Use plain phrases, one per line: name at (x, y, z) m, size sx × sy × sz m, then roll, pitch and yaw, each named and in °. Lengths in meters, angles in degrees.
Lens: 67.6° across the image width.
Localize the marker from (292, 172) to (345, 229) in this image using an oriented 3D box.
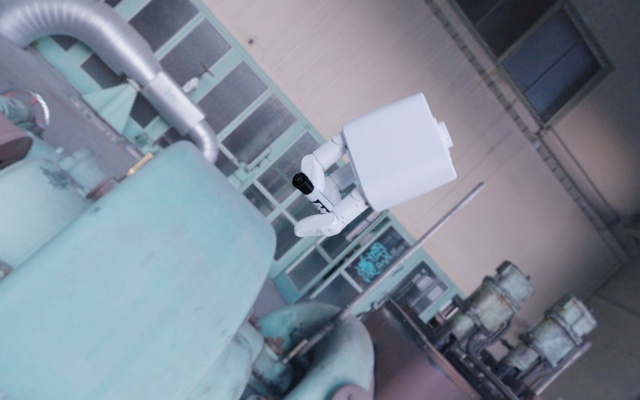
marker at (0.000, 0.002, 0.569) m, size 0.020 × 0.020 × 0.121 m, roll 0°, pitch -27°, yaw 29°
